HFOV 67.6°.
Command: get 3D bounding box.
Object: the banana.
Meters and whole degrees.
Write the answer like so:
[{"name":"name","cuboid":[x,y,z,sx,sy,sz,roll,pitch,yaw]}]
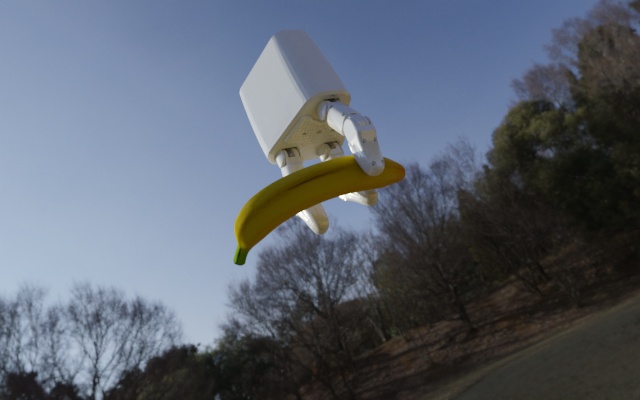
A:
[{"name":"banana","cuboid":[-0.005,-0.006,0.462,0.198,0.037,0.070,-26,-30,-9]}]
